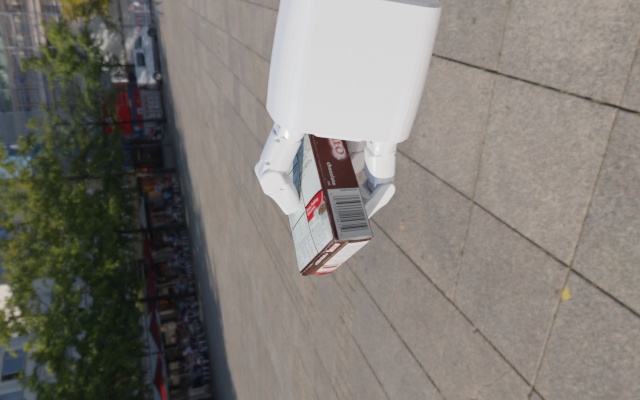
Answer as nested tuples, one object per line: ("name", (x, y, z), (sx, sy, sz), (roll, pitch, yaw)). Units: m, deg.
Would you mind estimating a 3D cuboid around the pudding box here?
("pudding box", (0.000, 0.001, 0.437), (0.039, 0.113, 0.090), (-1, -26, -23))
